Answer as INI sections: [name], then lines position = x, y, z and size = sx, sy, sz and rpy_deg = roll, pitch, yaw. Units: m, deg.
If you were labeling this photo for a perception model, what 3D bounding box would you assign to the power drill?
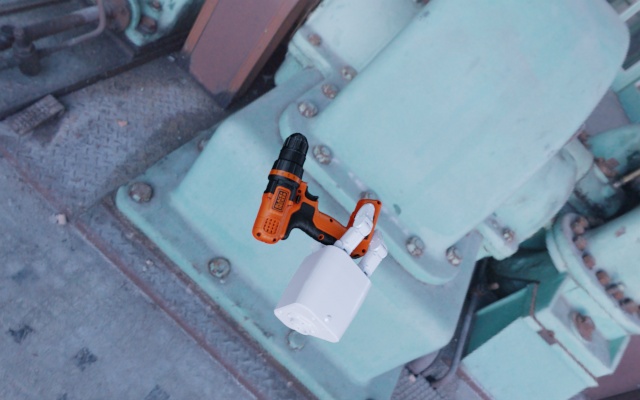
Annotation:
[power drill]
position = 0.000, 0.003, 0.766
size = 0.188, 0.184, 0.057
rpy_deg = 21, -12, -13
